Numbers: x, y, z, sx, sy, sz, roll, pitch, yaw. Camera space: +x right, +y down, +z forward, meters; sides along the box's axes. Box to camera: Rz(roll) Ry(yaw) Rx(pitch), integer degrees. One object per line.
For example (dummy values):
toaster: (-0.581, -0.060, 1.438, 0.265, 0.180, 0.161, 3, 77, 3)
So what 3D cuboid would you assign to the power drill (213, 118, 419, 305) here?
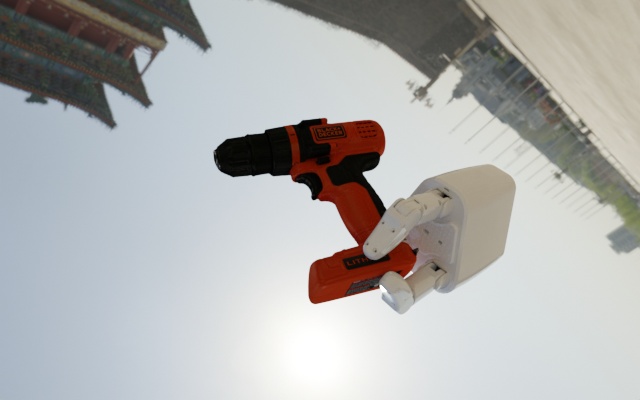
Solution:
power drill: (0.000, 0.002, 0.471, 0.184, 0.187, 0.057, -10, -27, -15)
